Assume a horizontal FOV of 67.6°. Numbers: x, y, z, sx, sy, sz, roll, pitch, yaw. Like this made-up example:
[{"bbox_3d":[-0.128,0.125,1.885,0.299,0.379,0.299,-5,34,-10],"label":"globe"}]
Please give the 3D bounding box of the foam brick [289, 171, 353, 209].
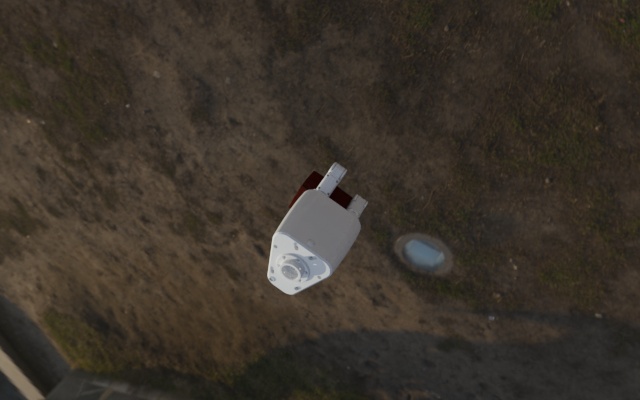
[{"bbox_3d":[0.000,0.002,0.743,0.078,0.053,0.051,35,39,1],"label":"foam brick"}]
